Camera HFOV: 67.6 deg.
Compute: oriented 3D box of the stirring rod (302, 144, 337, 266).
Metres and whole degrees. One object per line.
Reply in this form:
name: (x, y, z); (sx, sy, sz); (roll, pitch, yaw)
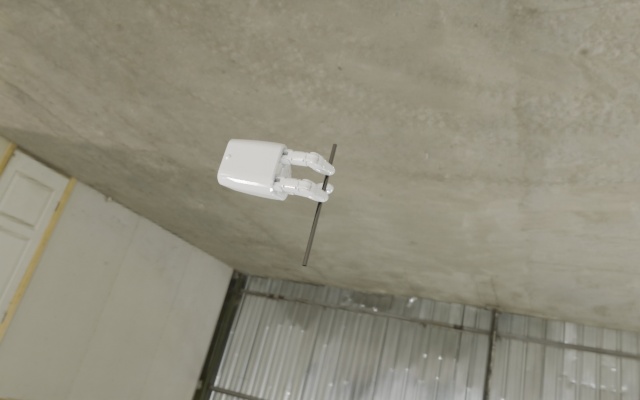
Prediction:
stirring rod: (0.000, 0.003, 0.857); (0.011, 0.239, 0.011); (12, -22, 5)
